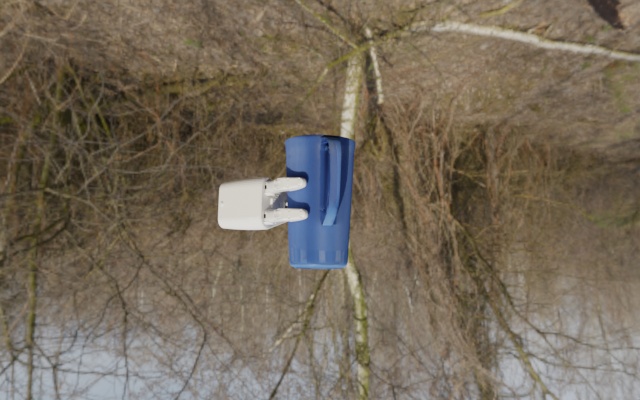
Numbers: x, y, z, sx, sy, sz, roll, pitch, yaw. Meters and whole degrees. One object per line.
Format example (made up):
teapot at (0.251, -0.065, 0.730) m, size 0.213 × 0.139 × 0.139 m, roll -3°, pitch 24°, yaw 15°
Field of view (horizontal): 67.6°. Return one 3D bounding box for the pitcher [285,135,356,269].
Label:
pitcher at (0.000, 0.003, 0.881) m, size 0.145 × 0.243 × 0.149 m, roll -3°, pitch -7°, yaw 29°
